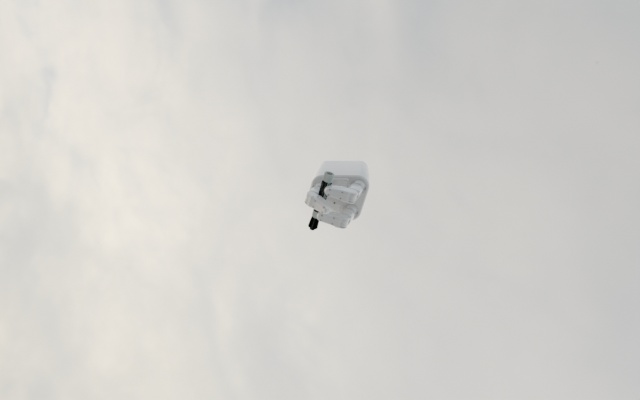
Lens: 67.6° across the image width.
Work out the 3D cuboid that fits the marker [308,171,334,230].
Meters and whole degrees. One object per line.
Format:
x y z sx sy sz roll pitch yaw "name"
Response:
0.000 0.003 0.892 0.020 0.121 0.020 14 25 -7 "marker"
